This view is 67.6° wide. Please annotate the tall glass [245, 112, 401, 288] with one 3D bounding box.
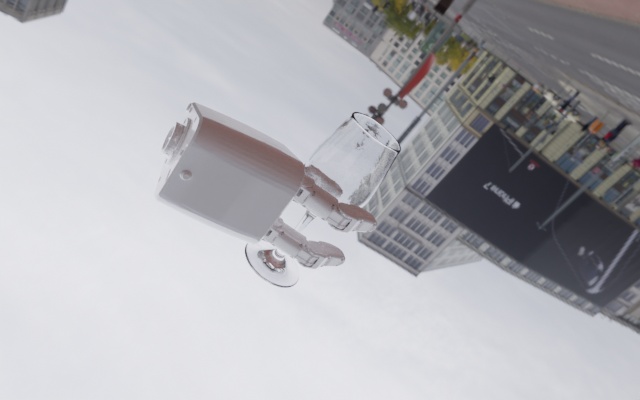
[{"bbox_3d":[0.000,0.002,0.517,0.079,0.201,0.079,31,25,-16],"label":"tall glass"}]
